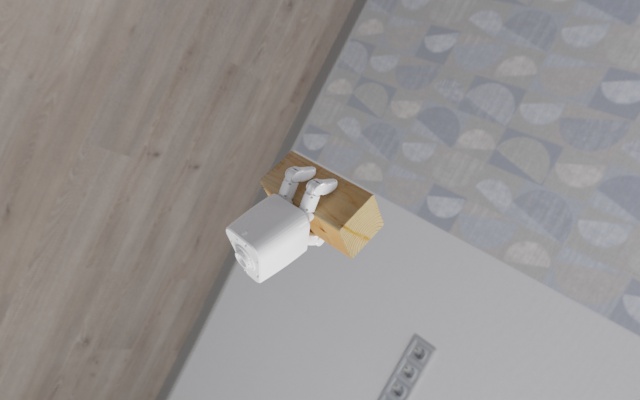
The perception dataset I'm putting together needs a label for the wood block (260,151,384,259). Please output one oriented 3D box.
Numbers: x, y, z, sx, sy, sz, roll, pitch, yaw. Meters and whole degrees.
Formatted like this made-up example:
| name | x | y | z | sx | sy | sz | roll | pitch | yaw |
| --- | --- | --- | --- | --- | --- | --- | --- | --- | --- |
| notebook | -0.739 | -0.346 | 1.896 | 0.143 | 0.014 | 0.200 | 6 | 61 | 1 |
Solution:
| name | x | y | z | sx | sy | sz | roll | pitch | yaw |
| --- | --- | --- | --- | --- | --- | --- | --- | --- | --- |
| wood block | 0.000 | 0.003 | 0.858 | 0.206 | 0.090 | 0.091 | 31 | -22 | 37 |
